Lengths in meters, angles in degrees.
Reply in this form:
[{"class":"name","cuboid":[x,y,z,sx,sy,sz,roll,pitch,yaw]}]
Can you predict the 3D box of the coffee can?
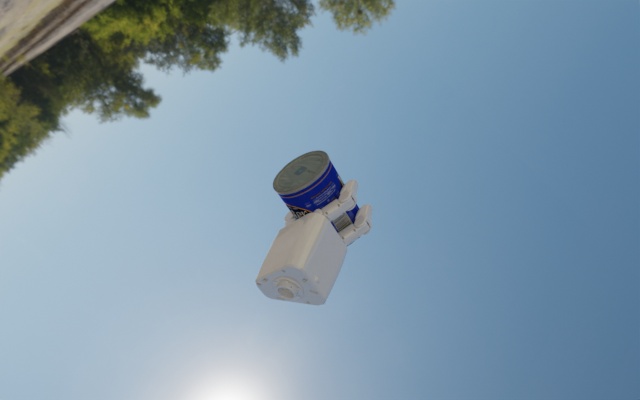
[{"class":"coffee can","cuboid":[0.000,0.002,0.797,0.103,0.140,0.102,-24,30,15]}]
